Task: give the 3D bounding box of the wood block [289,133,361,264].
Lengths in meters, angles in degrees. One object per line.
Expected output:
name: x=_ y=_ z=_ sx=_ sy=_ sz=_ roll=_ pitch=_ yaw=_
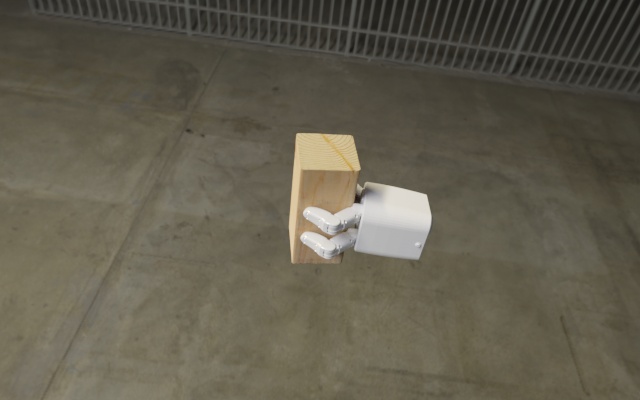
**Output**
wood block: x=0.001 y=0.002 z=0.775 sx=0.090 sy=0.206 sz=0.090 roll=1 pitch=43 yaw=-8
